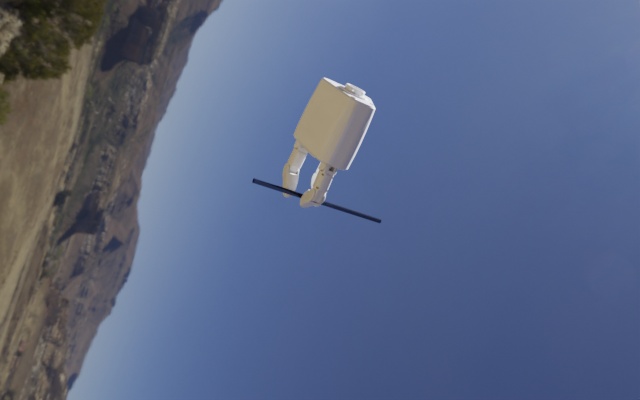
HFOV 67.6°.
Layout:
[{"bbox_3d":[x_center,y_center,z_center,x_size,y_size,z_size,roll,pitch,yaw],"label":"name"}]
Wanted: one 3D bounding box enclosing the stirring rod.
[{"bbox_3d":[0.000,0.003,0.793,0.239,0.011,0.011,18,-7,-24],"label":"stirring rod"}]
